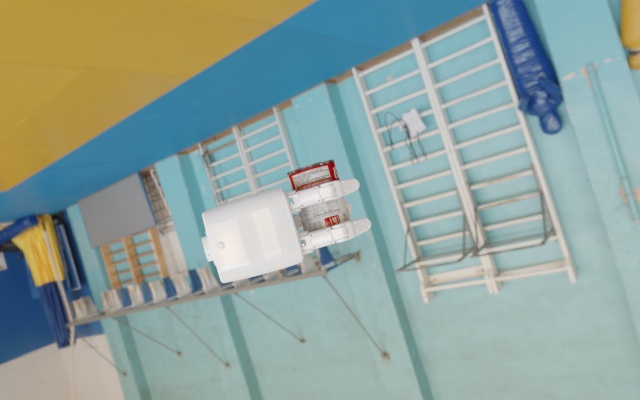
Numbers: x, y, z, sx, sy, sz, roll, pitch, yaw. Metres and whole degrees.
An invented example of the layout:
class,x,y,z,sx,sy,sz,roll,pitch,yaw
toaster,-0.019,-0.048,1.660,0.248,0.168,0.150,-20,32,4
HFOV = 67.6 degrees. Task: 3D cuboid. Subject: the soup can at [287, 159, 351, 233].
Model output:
class,x,y,z,sx,sy,sz,roll,pitch,yaw
soup can,0.001,0.002,0.653,0.068,0.102,0.068,-16,-1,0
